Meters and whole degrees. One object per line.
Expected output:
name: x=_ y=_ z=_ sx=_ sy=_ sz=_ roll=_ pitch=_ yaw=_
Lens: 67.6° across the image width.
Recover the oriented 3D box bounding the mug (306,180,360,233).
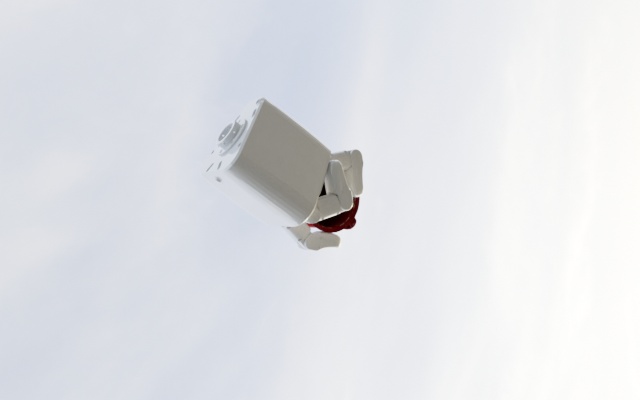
mug: x=0.001 y=0.003 z=0.646 sx=0.117 sy=0.093 sz=0.081 roll=38 pitch=-22 yaw=-29
